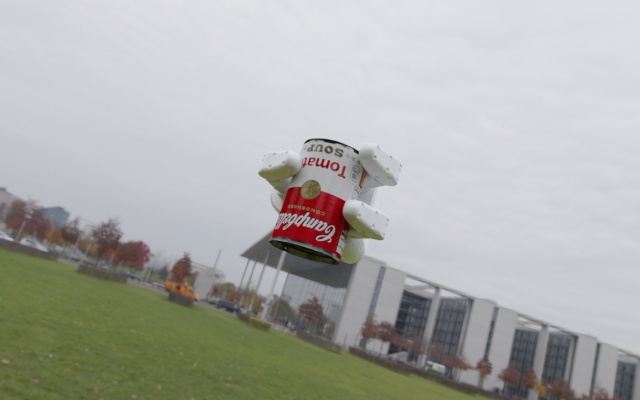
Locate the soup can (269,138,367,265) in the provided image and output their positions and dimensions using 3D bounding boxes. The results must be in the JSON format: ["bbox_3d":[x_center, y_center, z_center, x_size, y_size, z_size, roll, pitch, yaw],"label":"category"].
[{"bbox_3d":[0.000,0.001,0.448,0.068,0.102,0.068,17,-15,5],"label":"soup can"}]
